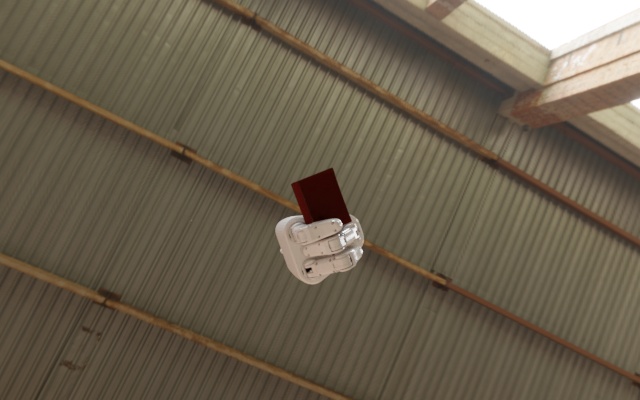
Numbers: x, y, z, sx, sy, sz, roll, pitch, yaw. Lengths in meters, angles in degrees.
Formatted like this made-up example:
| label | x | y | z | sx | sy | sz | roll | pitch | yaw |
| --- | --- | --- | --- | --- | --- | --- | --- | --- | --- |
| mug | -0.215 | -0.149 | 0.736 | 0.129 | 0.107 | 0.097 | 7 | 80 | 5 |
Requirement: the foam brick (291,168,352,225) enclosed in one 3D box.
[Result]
| label | x | y | z | sx | sy | sz | roll | pitch | yaw |
| --- | --- | --- | --- | --- | --- | --- | --- | --- | --- |
| foam brick | 0.000 | 0.002 | 0.647 | 0.053 | 0.078 | 0.051 | -20 | 3 | -14 |
